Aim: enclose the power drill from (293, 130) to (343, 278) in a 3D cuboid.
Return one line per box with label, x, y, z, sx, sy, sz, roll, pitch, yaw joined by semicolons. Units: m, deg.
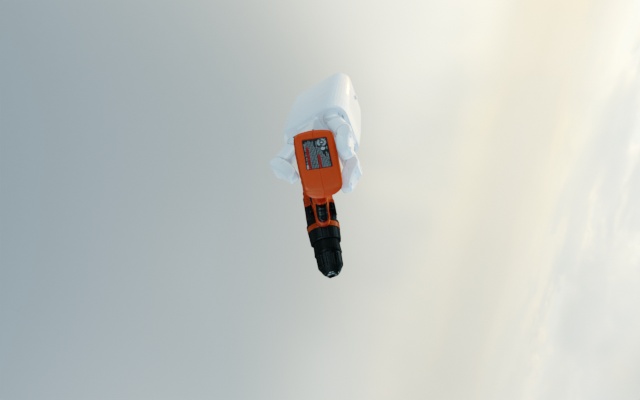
power drill;0.000;0.002;0.700;0.057;0.184;0.188;-10;-29;-5
